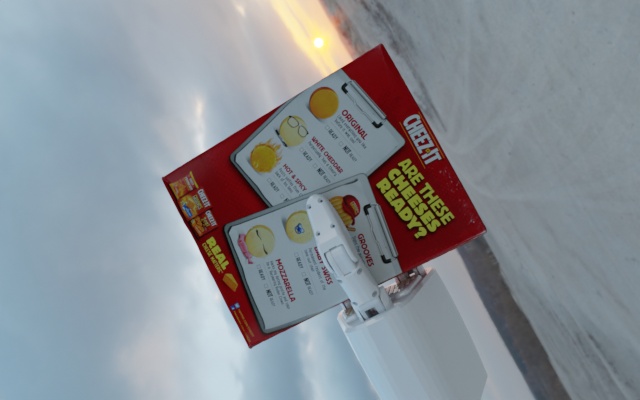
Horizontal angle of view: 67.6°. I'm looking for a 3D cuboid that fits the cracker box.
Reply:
[{"bbox_3d":[0.000,0.001,0.405,0.214,0.164,0.072,-29,-3,12],"label":"cracker box"}]
